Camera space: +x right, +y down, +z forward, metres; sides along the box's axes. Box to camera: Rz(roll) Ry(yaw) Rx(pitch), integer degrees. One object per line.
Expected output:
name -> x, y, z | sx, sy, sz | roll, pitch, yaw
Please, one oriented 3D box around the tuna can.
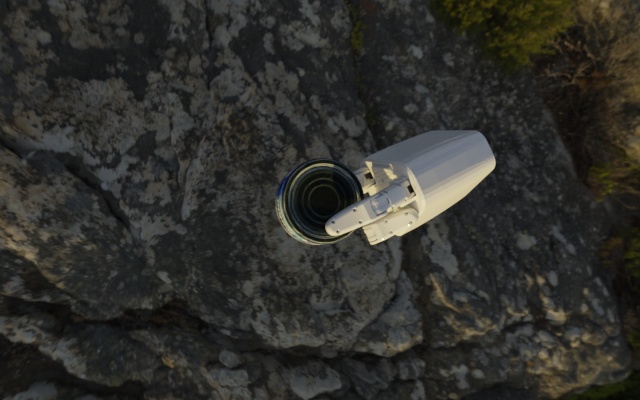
tuna can -> 0.000, 0.002, 0.475 | 0.086, 0.086, 0.034 | 0, -4, -16
